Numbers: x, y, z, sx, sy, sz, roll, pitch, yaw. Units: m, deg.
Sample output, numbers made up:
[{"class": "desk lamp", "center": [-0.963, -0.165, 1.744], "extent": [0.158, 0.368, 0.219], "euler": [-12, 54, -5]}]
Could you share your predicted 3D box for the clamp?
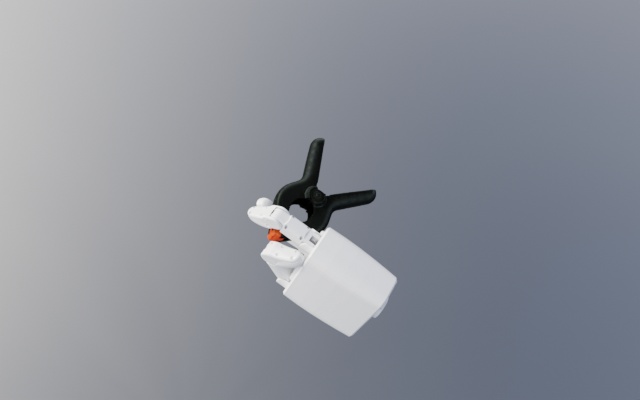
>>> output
[{"class": "clamp", "center": [0.000, 0.002, 0.646], "extent": [0.120, 0.171, 0.039], "euler": [35, -30, 2]}]
